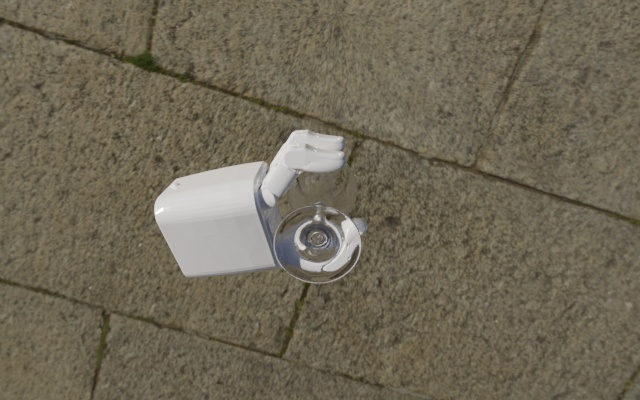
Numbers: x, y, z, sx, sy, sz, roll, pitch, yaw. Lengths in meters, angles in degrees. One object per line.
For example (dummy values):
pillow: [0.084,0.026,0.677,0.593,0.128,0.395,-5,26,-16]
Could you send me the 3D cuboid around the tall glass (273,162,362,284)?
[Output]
tall glass: [0.000,0.002,0.491,0.079,0.079,0.201,0,21,2]
